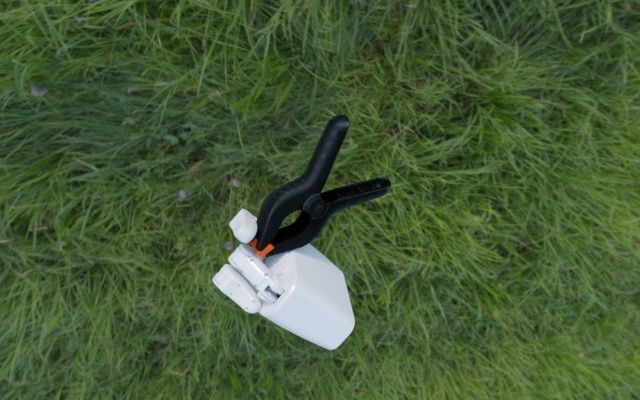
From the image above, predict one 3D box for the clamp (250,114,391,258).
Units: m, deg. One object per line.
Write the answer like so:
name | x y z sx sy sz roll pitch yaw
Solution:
clamp | 0.000 0.002 0.524 0.120 0.171 0.039 39 8 -33
